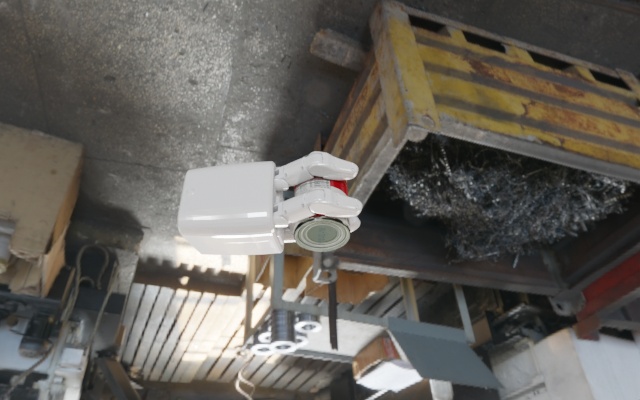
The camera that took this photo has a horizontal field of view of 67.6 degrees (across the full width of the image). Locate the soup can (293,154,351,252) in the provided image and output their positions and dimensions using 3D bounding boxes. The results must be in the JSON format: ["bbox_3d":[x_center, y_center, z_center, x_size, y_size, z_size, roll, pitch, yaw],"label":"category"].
[{"bbox_3d":[0.001,0.002,0.578,0.068,0.102,0.069,-1,-39,-1],"label":"soup can"}]
